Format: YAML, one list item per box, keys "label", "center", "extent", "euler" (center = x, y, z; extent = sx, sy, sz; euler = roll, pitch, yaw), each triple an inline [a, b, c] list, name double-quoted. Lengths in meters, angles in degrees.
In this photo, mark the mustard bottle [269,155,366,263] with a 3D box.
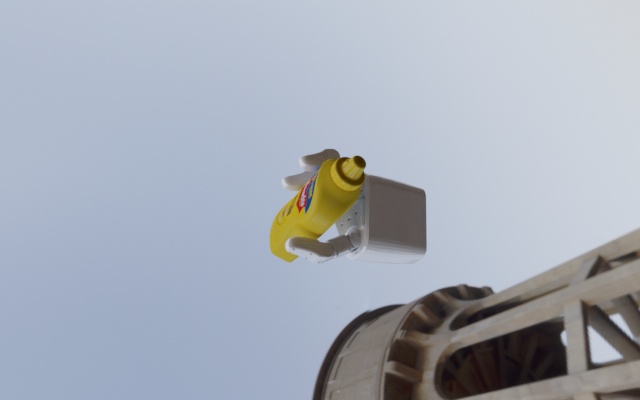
- label: "mustard bottle"
  center: [0.000, 0.002, 0.608]
  extent: [0.058, 0.096, 0.192]
  euler: [31, -40, -13]
